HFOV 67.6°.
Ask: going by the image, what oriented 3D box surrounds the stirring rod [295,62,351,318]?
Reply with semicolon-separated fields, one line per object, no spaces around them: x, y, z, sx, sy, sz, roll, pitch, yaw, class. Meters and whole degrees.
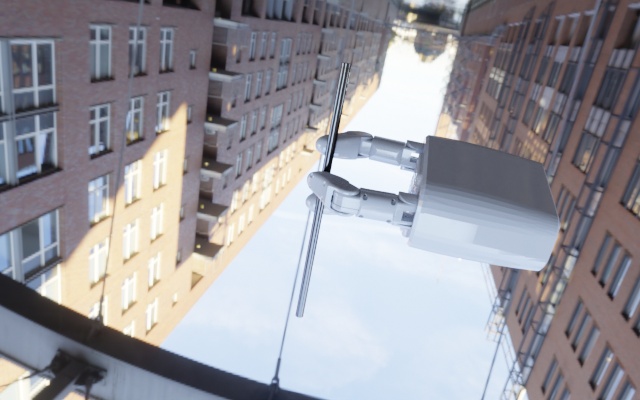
0.000;0.001;0.423;0.011;0.240;0.011;9;21;-4;stirring rod
